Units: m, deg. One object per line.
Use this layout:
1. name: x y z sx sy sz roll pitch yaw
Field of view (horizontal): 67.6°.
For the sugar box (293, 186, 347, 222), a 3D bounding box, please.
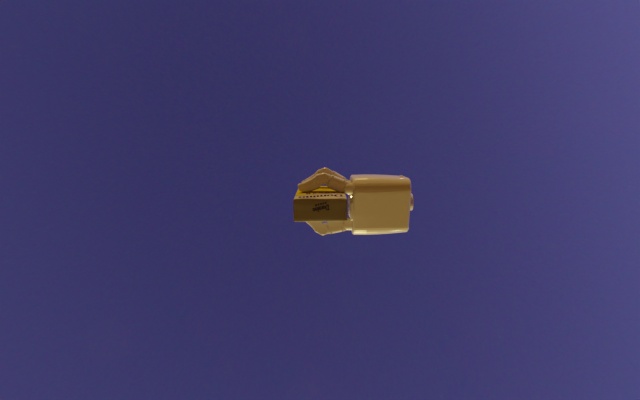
1. sugar box: 0.000 0.002 0.885 0.093 0.048 0.176 -1 6 0
